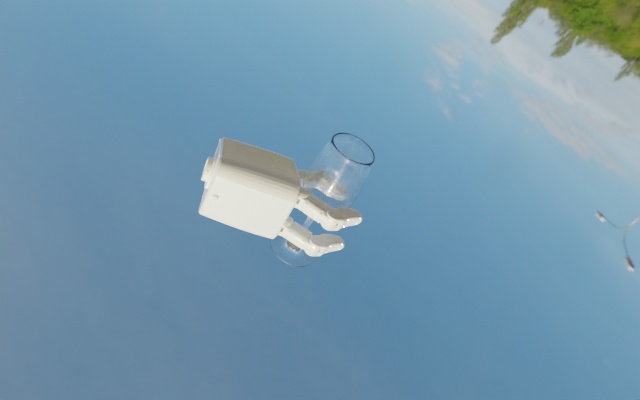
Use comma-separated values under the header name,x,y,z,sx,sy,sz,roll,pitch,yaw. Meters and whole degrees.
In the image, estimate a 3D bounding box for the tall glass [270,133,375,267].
name,x,y,z,sx,sy,sz,roll,pitch,yaw
tall glass,0.000,0.003,0.663,0.079,0.079,0.201,0,-44,-36
